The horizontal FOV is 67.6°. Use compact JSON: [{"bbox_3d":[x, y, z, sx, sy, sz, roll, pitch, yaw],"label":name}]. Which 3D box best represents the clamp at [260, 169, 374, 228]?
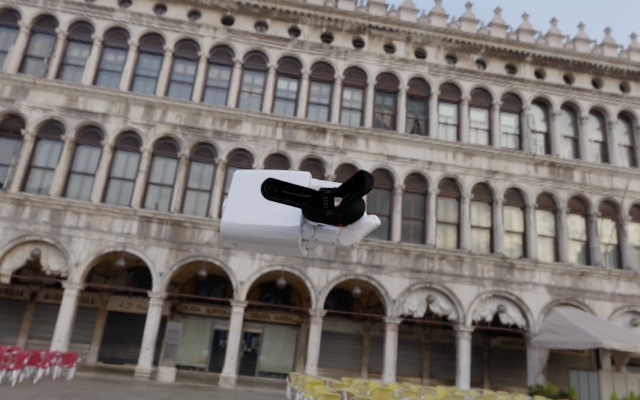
[{"bbox_3d":[0.000,0.001,0.564,0.120,0.039,0.171,4,-17,5],"label":"clamp"}]
